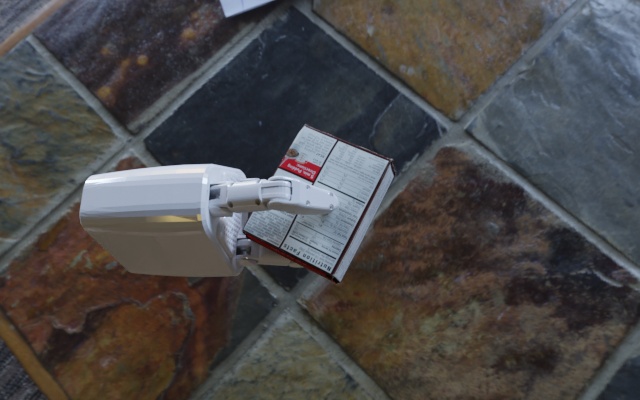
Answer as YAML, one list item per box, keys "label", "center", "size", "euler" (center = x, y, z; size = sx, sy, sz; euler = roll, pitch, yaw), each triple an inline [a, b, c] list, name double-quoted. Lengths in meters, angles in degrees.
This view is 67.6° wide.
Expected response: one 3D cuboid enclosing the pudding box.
- label: "pudding box"
  center: [0.000, 0.001, 0.409]
  size: [0.090, 0.113, 0.039]
  euler: [25, -10, 17]
